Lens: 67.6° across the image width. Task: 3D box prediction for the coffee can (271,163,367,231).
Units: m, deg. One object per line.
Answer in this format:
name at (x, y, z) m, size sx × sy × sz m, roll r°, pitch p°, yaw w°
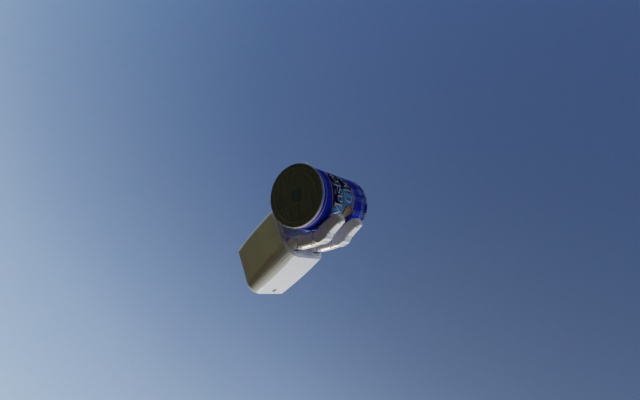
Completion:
coffee can at (0.000, 0.002, 0.799) m, size 0.103 × 0.103 × 0.140 m, roll 0°, pitch -9°, yaw 35°
